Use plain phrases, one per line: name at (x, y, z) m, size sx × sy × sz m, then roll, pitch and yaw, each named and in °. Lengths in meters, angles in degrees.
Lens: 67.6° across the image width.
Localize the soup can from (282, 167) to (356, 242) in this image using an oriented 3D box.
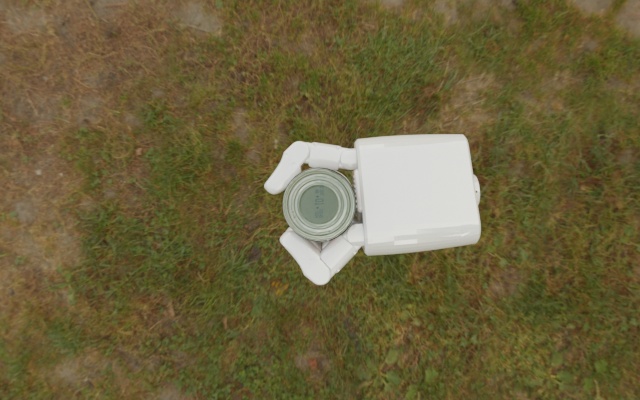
soup can at (0.000, 0.001, 0.468) m, size 0.068 × 0.068 × 0.102 m, roll 0°, pitch 3°, yaw 1°
